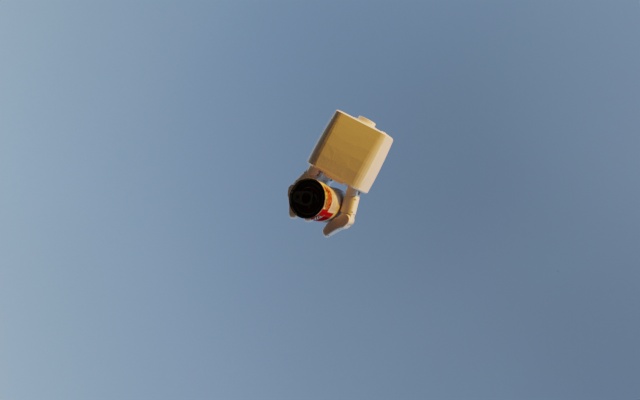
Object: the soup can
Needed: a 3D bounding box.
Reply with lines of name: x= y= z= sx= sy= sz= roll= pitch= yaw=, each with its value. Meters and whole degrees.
soup can: x=0.000 y=0.003 z=0.823 sx=0.068 sy=0.068 sz=0.102 roll=0 pitch=-7 yaw=27
